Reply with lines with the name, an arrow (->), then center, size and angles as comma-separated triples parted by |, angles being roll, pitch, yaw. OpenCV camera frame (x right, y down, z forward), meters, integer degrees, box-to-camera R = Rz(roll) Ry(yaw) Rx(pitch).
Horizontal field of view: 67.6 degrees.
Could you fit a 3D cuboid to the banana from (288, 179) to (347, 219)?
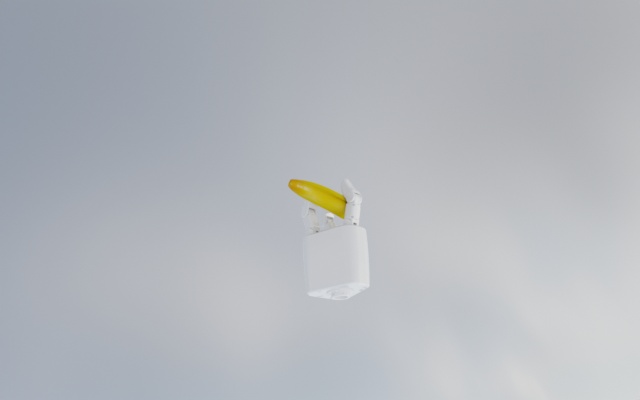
banana -> 0.018, 0.005, 0.876 | 0.069, 0.037, 0.198 | 4, -15, 32
